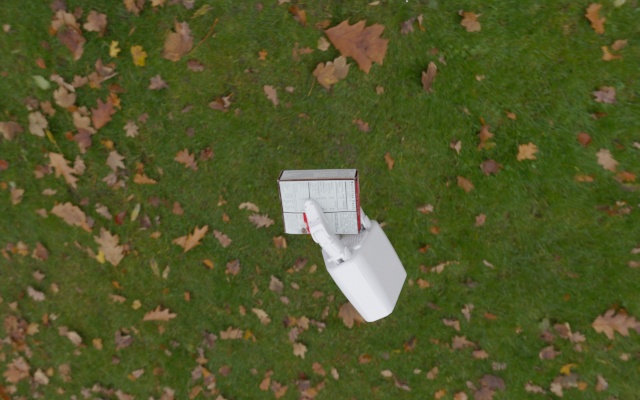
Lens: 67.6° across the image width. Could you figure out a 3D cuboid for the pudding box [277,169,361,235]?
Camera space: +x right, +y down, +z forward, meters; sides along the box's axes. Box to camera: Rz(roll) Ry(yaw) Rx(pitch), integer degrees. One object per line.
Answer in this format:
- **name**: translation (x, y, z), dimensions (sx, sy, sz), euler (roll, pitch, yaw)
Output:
- **pudding box**: translation (0.000, 0.002, 0.680), dimensions (0.113, 0.090, 0.039), euler (-1, 26, 8)
